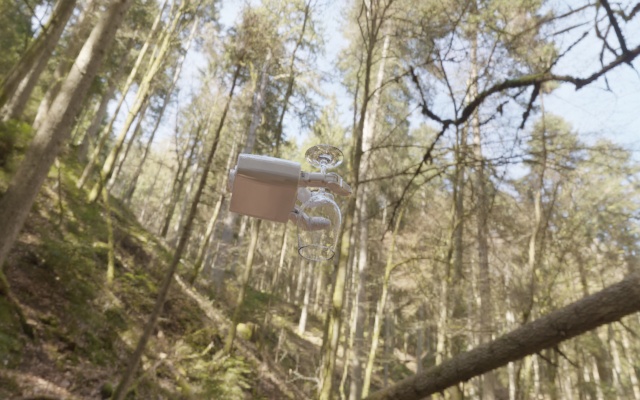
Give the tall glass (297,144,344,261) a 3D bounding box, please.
[{"bbox_3d":[0.000,0.002,0.846,0.079,0.201,0.079,3,-30,2],"label":"tall glass"}]
